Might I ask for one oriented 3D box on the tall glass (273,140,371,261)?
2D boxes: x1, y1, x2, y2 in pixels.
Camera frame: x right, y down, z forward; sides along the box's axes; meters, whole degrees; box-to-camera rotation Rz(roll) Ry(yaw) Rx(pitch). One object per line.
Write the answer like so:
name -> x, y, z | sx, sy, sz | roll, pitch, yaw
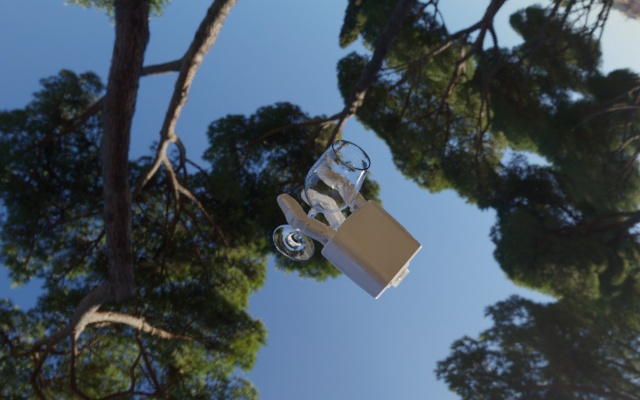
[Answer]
tall glass -> 0.000, 0.003, 0.727 | 0.079, 0.079, 0.201 | 0, -43, -36
